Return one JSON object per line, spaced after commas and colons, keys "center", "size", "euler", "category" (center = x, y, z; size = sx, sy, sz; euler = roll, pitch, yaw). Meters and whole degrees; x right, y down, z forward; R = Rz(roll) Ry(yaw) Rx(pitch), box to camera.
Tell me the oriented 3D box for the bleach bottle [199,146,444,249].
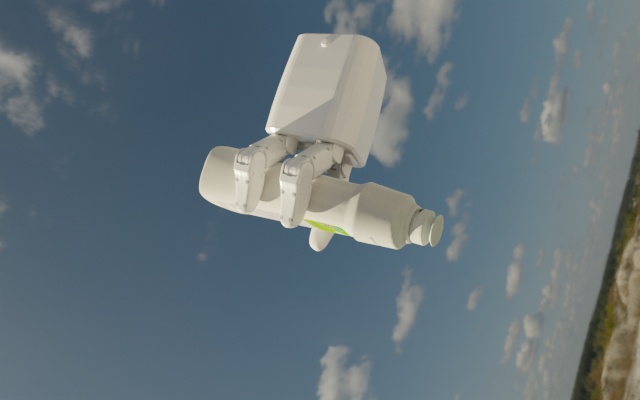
{"center": [0.000, 0.002, 0.477], "size": [0.251, 0.068, 0.102], "euler": [14, -5, 32], "category": "bleach bottle"}
